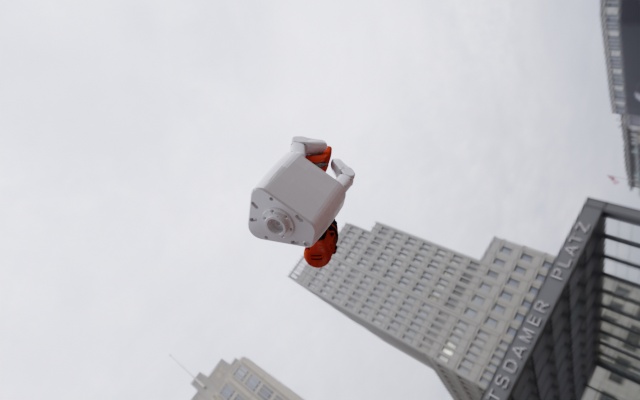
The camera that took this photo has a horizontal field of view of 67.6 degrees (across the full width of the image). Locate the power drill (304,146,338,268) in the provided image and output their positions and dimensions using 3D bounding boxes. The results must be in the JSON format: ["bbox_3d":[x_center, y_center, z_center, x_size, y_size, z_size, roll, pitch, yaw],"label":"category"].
[{"bbox_3d":[0.000,0.002,0.833,0.057,0.188,0.184,-5,15,7],"label":"power drill"}]
